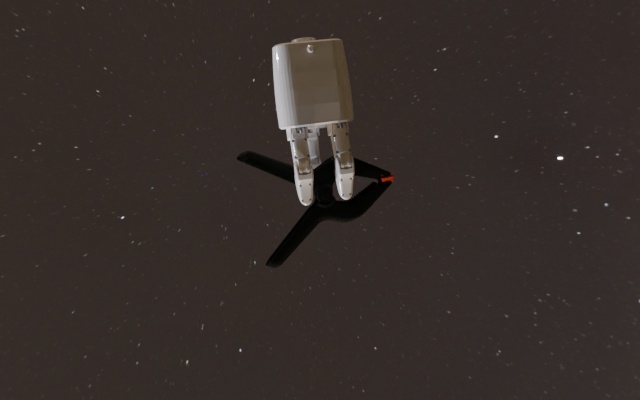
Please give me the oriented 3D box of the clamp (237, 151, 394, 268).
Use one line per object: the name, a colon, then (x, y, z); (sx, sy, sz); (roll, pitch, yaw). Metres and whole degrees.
clamp: (0.000, 0.002, 0.663); (0.210, 0.164, 0.036); (-8, 12, -9)
